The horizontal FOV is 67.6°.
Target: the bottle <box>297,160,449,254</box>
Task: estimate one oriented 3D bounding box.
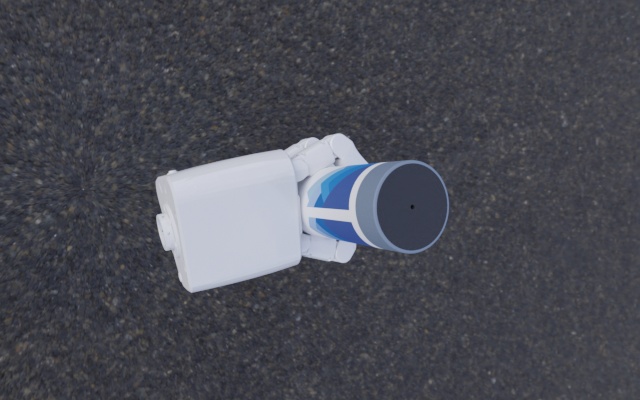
[{"bbox_3d":[0.000,0.002,0.468,0.069,0.069,0.295,0,1,-26],"label":"bottle"}]
